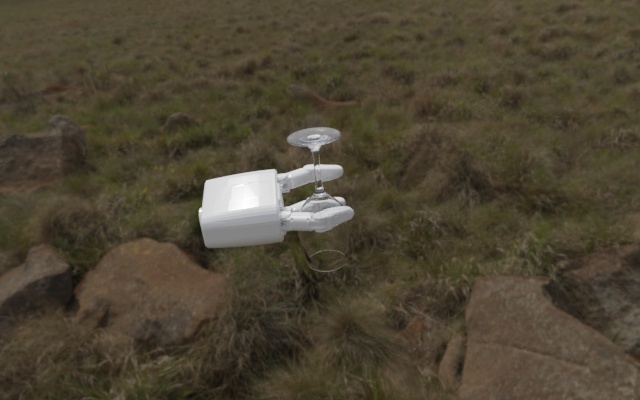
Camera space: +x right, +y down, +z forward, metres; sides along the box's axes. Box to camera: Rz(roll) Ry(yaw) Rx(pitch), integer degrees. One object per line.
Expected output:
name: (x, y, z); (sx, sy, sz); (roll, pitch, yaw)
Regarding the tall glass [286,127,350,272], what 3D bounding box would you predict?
tall glass: (0.000, 0.002, 0.687); (0.079, 0.201, 0.079); (-5, 25, 3)
